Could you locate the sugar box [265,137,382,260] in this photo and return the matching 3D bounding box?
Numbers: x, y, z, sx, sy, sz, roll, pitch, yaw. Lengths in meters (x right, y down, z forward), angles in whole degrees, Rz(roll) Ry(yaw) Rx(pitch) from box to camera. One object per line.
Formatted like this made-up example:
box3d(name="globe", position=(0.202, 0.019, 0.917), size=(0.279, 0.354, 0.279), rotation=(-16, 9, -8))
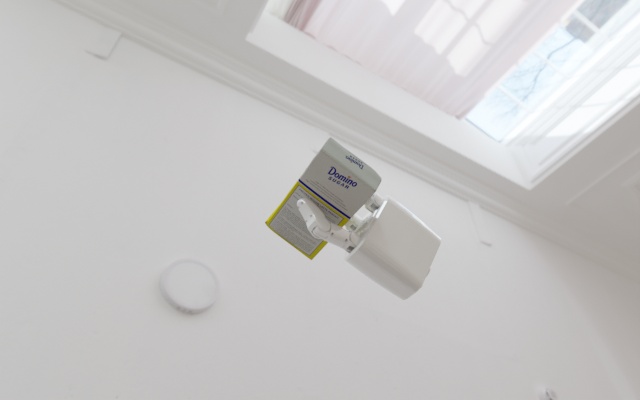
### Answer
box3d(name="sugar box", position=(0.000, 0.002, 0.683), size=(0.176, 0.093, 0.048), rotation=(-50, 5, 38))
